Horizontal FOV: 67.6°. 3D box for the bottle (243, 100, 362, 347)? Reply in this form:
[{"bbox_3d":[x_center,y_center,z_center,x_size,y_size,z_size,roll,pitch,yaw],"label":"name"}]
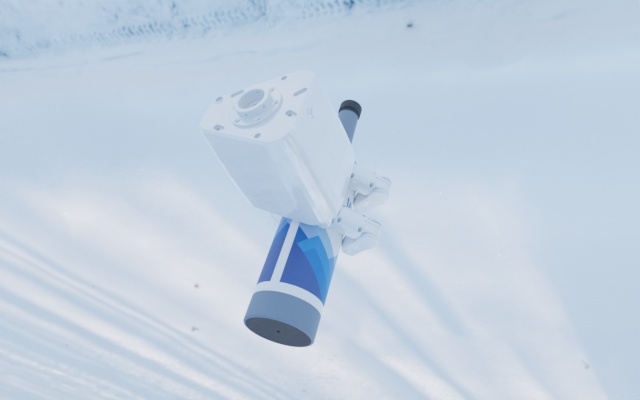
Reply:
[{"bbox_3d":[0.000,0.002,0.508,0.069,0.295,0.069,12,-34,9],"label":"bottle"}]
